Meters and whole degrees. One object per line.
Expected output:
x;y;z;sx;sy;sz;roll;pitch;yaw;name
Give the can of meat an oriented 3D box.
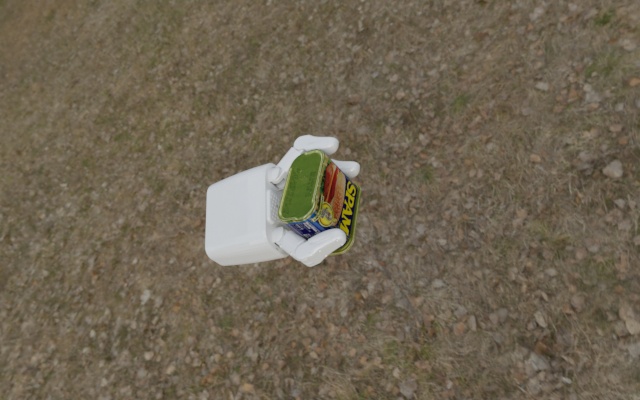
0.000;0.002;0.569;0.057;0.102;0.084;-11;-37;34;can of meat
